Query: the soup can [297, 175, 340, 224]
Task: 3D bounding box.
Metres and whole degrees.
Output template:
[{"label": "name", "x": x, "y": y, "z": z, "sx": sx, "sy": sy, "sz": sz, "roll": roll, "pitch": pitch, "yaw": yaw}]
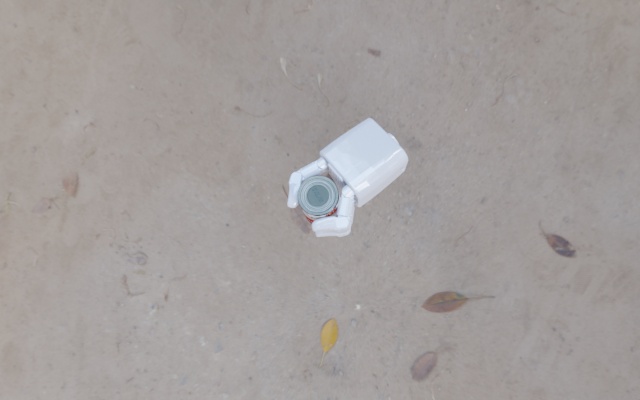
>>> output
[{"label": "soup can", "x": 0.000, "y": 0.003, "z": 0.795, "sx": 0.068, "sy": 0.068, "sz": 0.102, "roll": 0, "pitch": -13, "yaw": 4}]
